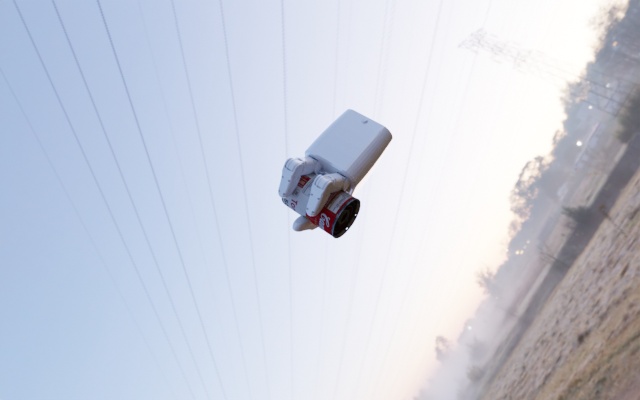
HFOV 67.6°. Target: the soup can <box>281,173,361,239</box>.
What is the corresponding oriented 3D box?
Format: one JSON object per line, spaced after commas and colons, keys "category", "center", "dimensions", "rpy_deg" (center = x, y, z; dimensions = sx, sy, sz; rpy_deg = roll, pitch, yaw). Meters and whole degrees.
{"category": "soup can", "center": [0.000, 0.003, 0.720], "dimensions": [0.102, 0.068, 0.068], "rpy_deg": [32, 14, 24]}
